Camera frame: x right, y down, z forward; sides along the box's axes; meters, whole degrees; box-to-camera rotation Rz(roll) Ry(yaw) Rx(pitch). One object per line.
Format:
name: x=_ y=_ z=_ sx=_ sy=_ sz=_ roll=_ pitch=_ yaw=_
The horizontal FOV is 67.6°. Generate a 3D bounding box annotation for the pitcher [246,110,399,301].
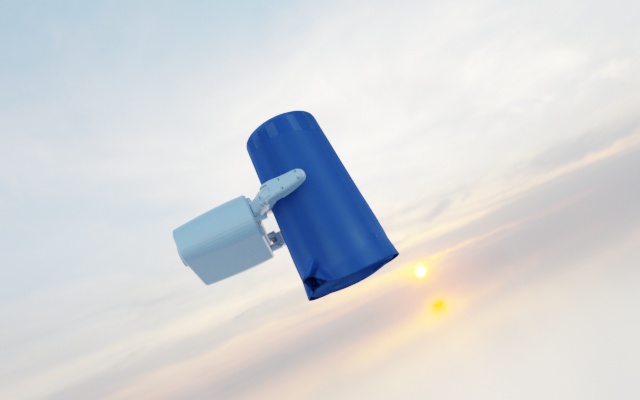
pitcher: x=0.000 y=0.002 z=0.658 sx=0.145 sy=0.242 sz=0.149 roll=-25 pitch=-15 yaw=-6
